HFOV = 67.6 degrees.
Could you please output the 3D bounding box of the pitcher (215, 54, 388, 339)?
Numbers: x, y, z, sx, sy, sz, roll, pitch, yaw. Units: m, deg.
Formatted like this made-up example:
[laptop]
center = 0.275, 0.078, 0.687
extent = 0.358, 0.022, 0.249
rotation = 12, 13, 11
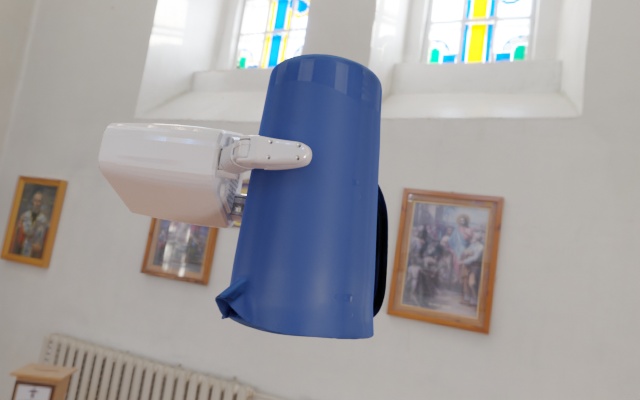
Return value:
[pitcher]
center = 0.000, 0.001, 0.445
extent = 0.145, 0.242, 0.149
rotation = 6, -10, 4
